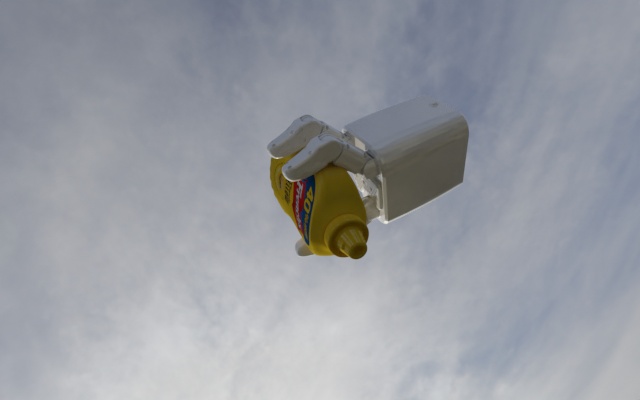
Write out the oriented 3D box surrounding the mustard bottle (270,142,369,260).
[{"bbox_3d":[0.000,0.002,0.494,0.058,0.096,0.191,-3,28,-22],"label":"mustard bottle"}]
